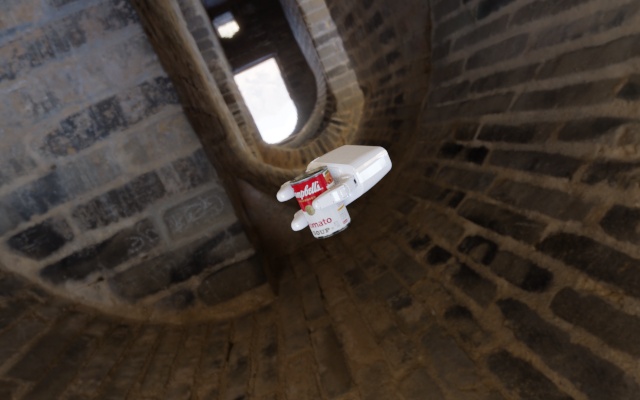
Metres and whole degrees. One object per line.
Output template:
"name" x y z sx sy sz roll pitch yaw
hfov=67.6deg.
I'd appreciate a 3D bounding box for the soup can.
"soup can" 0.000 0.003 0.784 0.068 0.102 0.068 -23 12 5
